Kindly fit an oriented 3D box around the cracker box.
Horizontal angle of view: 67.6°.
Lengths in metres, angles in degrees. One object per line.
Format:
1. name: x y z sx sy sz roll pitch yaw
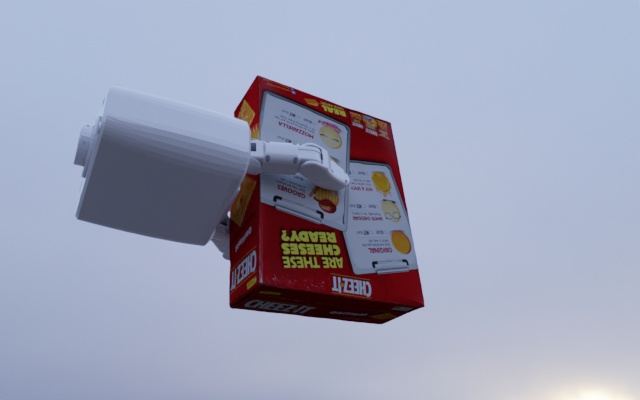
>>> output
1. cracker box: 0.000 0.001 0.460 0.164 0.213 0.072 14 -35 -28
